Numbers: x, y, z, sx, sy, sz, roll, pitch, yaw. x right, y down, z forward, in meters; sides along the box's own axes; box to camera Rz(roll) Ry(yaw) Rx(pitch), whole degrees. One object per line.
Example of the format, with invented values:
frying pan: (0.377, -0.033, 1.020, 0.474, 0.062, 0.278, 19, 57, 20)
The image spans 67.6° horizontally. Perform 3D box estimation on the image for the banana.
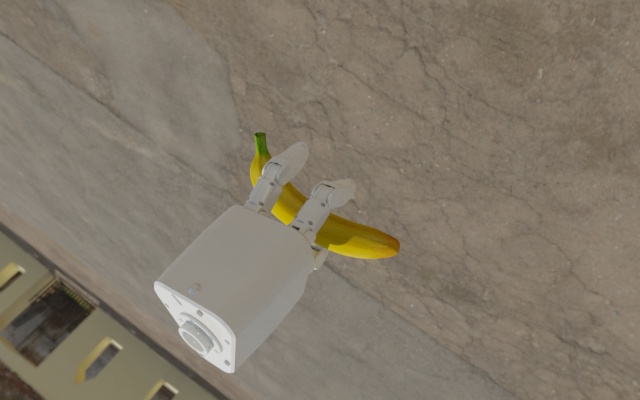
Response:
banana: (-0.009, 0.011, 0.513, 0.198, 0.070, 0.037, 38, 46, 10)
